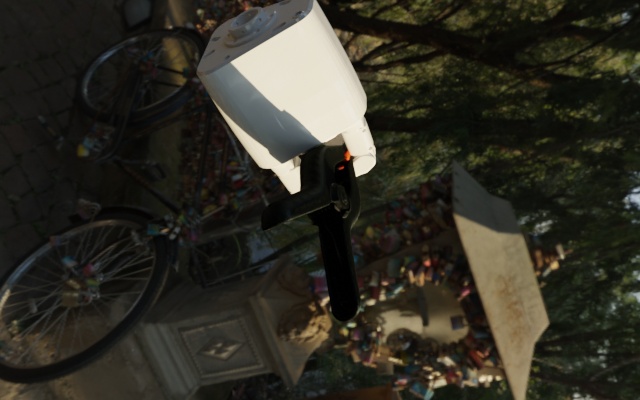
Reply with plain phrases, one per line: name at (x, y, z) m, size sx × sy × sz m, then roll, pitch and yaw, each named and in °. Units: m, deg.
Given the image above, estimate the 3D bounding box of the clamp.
clamp at (0.001, 0.001, 0.402) m, size 0.039 × 0.171 × 0.120 m, roll -17°, pitch -48°, yaw 19°
